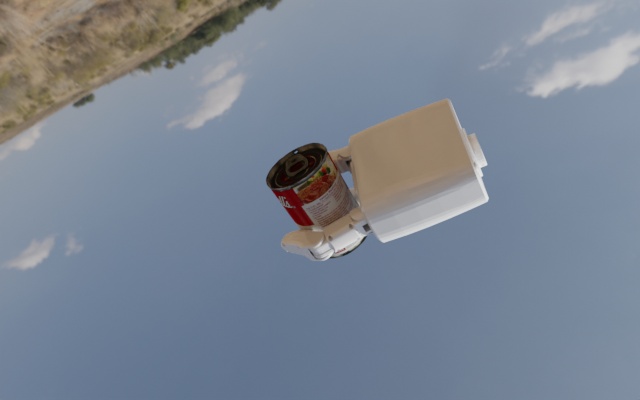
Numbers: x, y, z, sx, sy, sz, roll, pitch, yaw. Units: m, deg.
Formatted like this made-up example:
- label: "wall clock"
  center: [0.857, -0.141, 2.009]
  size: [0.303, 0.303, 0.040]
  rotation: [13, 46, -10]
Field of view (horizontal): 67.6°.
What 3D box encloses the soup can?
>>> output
- label: "soup can"
  center: [0.000, 0.002, 0.487]
  size: [0.068, 0.102, 0.068]
  rotation: [-24, 32, 16]
